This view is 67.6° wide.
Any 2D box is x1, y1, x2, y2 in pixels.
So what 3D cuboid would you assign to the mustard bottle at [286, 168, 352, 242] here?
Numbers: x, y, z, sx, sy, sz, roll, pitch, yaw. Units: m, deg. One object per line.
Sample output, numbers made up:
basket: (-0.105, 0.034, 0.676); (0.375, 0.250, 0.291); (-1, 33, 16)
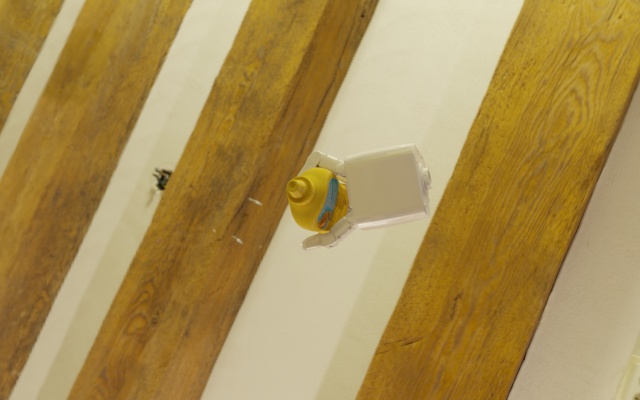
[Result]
mustard bottle: (0.000, 0.002, 0.736); (0.058, 0.096, 0.192); (16, -6, 26)
